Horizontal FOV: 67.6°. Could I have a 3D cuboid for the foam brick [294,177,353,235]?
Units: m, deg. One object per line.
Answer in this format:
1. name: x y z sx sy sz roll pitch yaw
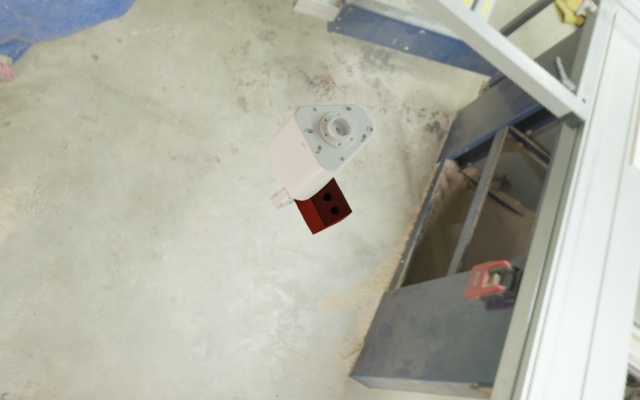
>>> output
1. foam brick: 0.000 0.003 0.705 0.053 0.078 0.051 -27 -5 -30
